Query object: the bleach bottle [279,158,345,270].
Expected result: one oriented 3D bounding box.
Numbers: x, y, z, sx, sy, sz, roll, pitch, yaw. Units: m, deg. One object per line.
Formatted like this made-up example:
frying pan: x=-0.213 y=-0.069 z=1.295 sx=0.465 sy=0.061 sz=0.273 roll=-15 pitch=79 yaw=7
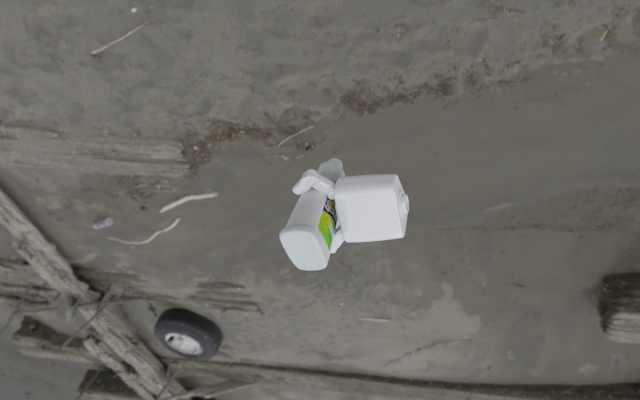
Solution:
bleach bottle: x=0.000 y=0.003 z=0.876 sx=0.068 sy=0.103 sz=0.250 roll=-5 pitch=41 yaw=22
